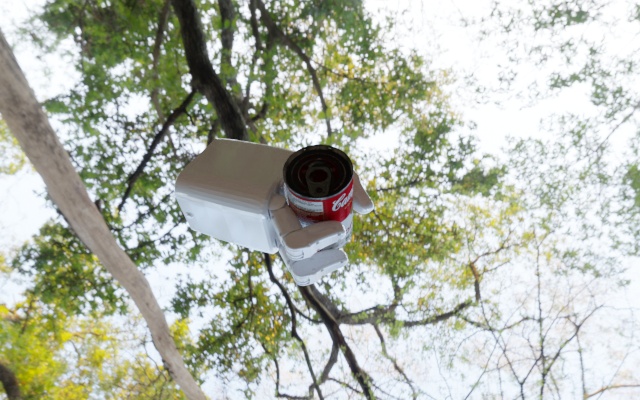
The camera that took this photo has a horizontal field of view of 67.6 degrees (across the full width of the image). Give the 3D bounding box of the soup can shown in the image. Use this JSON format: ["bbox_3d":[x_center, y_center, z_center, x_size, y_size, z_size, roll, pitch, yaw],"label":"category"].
[{"bbox_3d":[0.001,0.002,0.494,0.068,0.068,0.102,0,-37,4],"label":"soup can"}]
